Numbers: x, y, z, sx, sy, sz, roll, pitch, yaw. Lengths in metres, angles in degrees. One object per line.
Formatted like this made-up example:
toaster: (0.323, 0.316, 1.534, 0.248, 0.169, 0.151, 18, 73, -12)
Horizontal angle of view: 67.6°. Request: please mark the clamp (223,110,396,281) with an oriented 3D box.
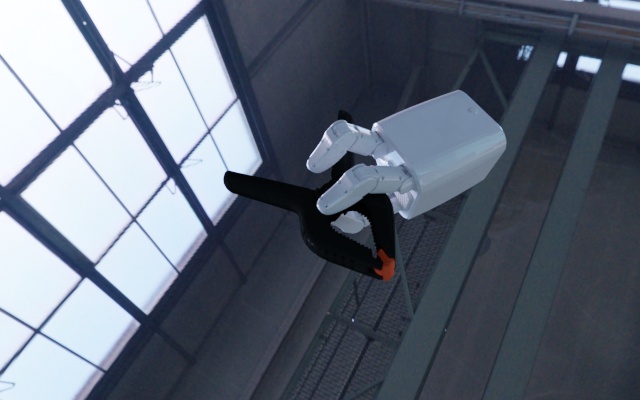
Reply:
clamp: (0.001, 0.002, 0.489, 0.164, 0.209, 0.036, -25, -37, -7)
